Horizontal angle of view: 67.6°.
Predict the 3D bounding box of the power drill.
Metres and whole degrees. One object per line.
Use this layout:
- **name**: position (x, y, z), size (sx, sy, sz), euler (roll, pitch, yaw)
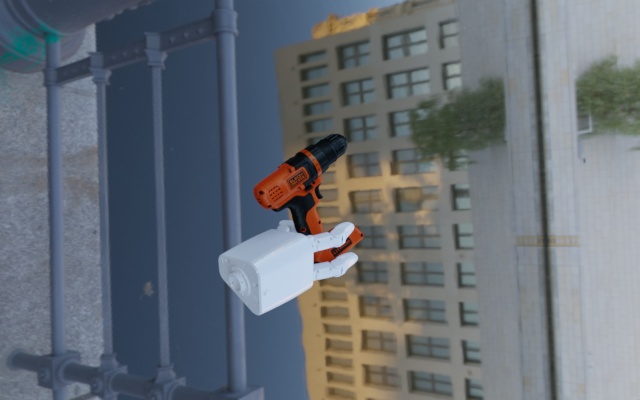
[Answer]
- **power drill**: position (0.000, 0.003, 0.804), size (0.184, 0.188, 0.057), euler (-36, 23, -18)
